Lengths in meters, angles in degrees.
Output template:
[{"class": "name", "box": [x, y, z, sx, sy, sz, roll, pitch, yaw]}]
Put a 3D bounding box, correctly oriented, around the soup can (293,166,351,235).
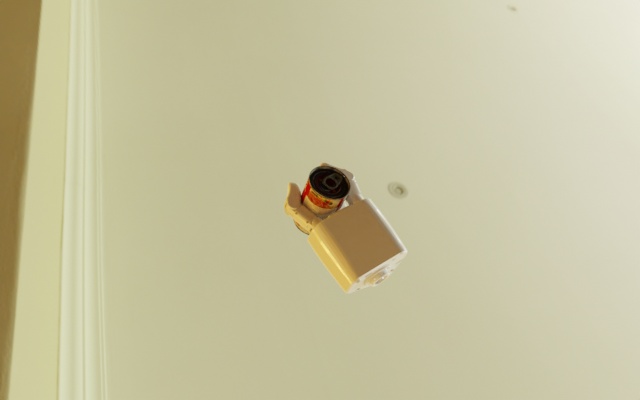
[{"class": "soup can", "box": [0.000, 0.002, 0.769, 0.068, 0.068, 0.102, 0, -38, -21]}]
